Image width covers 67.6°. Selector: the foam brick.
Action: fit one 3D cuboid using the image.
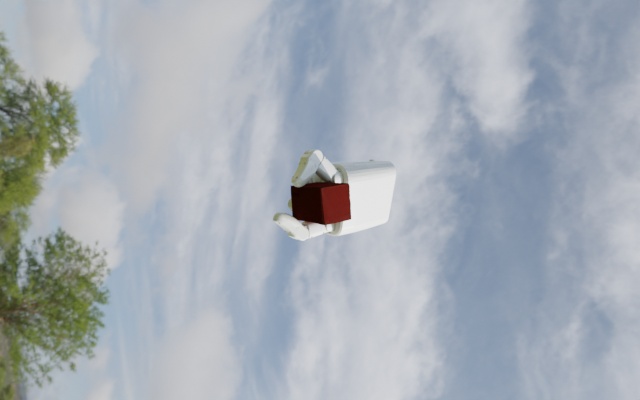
[{"bbox_3d":[0.000,0.002,0.675,0.051,0.053,0.078,-9,9,-35],"label":"foam brick"}]
